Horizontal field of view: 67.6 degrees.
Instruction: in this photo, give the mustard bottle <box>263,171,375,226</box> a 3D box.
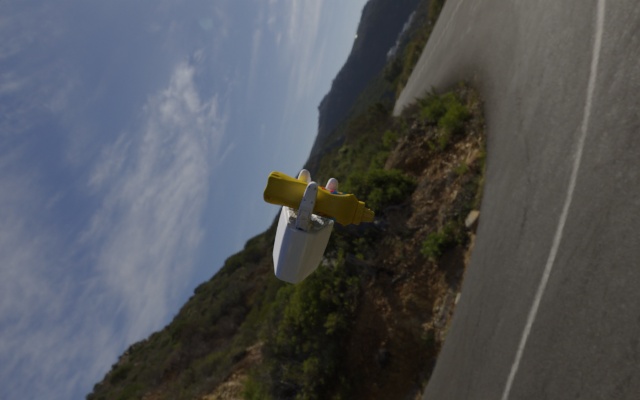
[{"bbox_3d":[0.000,0.002,0.834,0.191,0.058,0.096,17,-3,2],"label":"mustard bottle"}]
